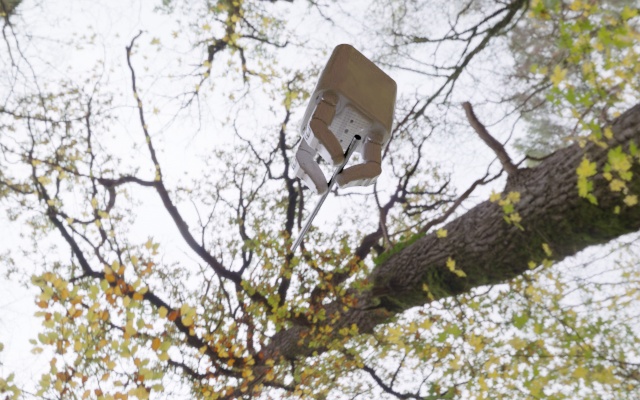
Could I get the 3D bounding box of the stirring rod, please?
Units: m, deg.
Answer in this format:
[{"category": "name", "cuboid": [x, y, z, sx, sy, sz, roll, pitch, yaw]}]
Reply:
[{"category": "stirring rod", "cuboid": [0.000, 0.002, 0.586, 0.011, 0.011, 0.240, 0, -34, -23]}]
